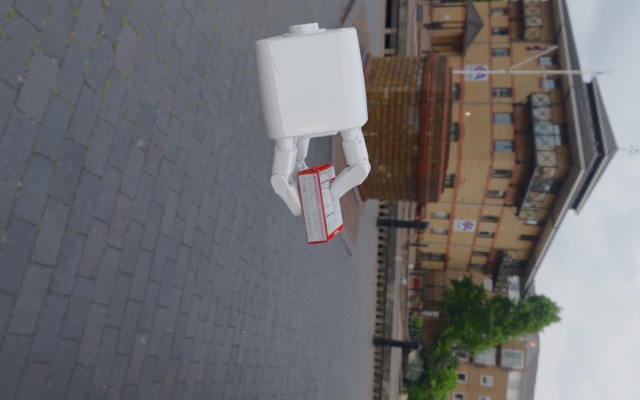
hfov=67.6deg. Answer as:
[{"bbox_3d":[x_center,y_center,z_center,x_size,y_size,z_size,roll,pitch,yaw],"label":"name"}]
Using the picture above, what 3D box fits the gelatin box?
[{"bbox_3d":[0.001,0.002,0.591,0.030,0.089,0.073,-7,8,17],"label":"gelatin box"}]
